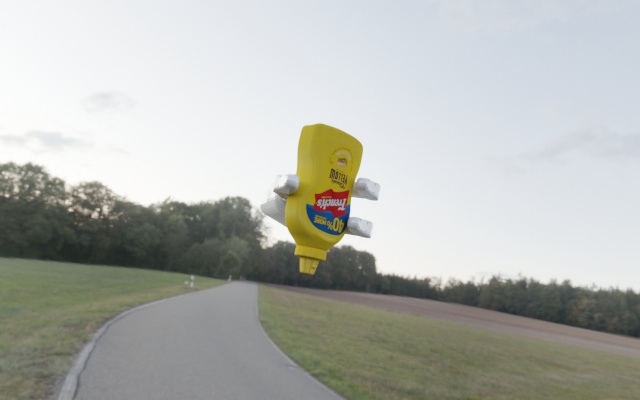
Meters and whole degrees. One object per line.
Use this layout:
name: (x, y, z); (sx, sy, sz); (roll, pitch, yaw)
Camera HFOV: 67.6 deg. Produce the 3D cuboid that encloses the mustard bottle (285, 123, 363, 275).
mustard bottle: (0.000, 0.002, 0.632); (0.058, 0.191, 0.096); (2, -14, 45)
